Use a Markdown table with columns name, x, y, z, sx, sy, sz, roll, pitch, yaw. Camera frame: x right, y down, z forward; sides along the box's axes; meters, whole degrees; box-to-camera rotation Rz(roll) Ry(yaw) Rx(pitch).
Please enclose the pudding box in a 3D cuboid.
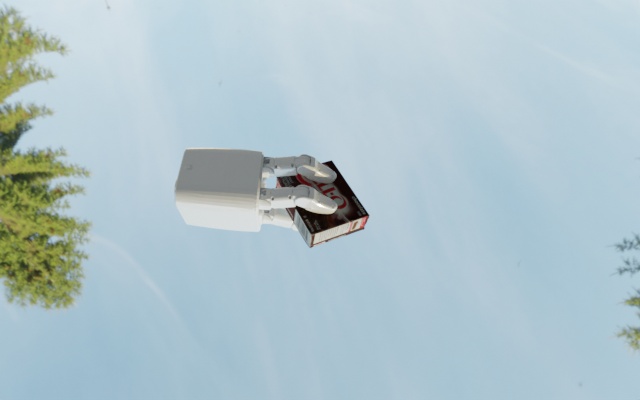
| name | x | y | z | sx | sy | sz | roll | pitch | yaw |
| --- | --- | --- | --- | --- | --- | --- | --- | --- | --- |
| pudding box | 0.000 | 0.002 | 0.661 | 0.090 | 0.113 | 0.039 | -18 | -32 | -22 |
